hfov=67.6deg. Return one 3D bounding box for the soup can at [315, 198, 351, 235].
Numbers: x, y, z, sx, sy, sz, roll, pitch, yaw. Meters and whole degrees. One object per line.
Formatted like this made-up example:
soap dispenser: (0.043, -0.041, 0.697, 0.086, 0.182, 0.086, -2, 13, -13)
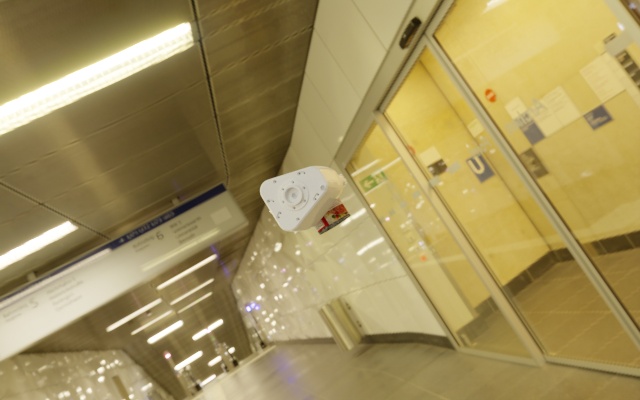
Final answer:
soup can: (0.000, 0.003, 0.881, 0.068, 0.102, 0.068, -32, -7, -4)
